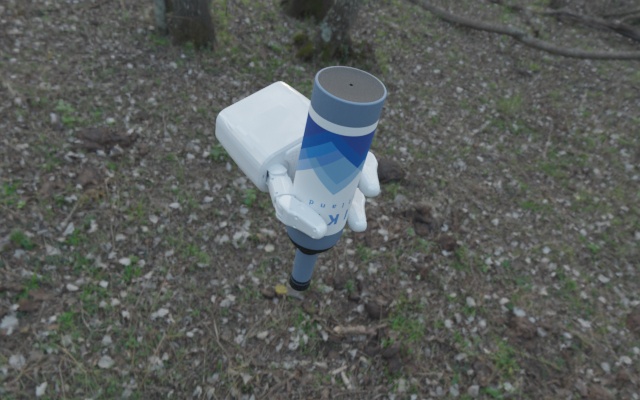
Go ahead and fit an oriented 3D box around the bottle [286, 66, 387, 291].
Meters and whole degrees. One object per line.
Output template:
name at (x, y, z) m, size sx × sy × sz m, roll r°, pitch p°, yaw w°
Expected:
bottle at (0.000, 0.002, 0.527) m, size 0.069 × 0.296 × 0.069 m, roll 8°, pitch 42°, yaw -7°
